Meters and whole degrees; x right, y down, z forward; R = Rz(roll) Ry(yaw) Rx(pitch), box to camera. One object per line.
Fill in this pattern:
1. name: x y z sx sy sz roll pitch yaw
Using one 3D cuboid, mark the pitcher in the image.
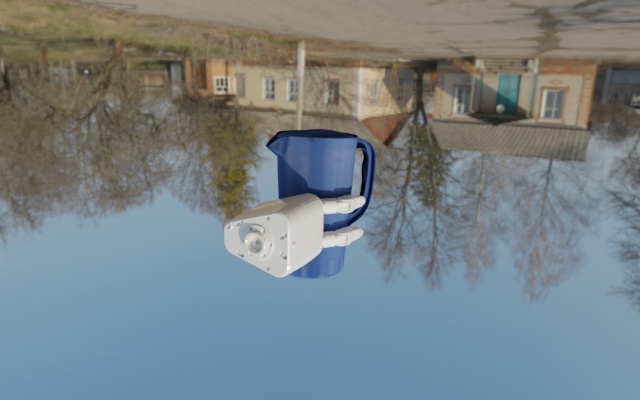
1. pitcher: 0.000 0.003 0.801 0.149 0.243 0.145 8 15 22
